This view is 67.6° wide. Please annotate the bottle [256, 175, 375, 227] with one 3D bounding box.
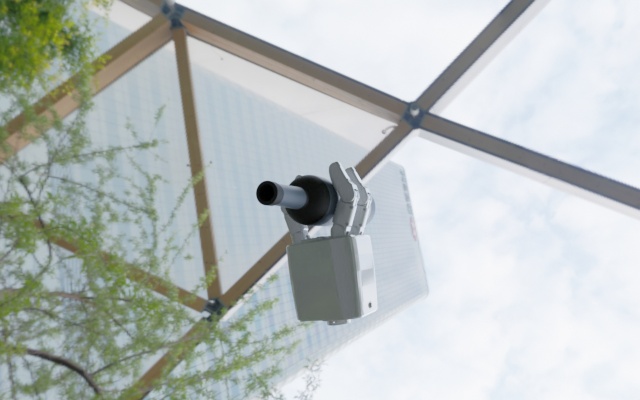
[{"bbox_3d":[0.000,0.002,0.656,0.069,0.069,0.296,0,-4,24],"label":"bottle"}]
